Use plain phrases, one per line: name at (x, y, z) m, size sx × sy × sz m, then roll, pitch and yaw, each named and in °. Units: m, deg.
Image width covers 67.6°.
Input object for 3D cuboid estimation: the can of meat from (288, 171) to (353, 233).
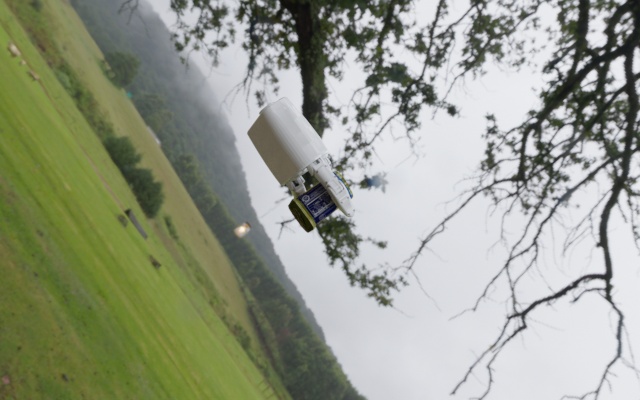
can of meat at (0.000, 0.002, 0.765) m, size 0.084 × 0.057 × 0.102 m, roll -36°, pitch -2°, yaw -12°
